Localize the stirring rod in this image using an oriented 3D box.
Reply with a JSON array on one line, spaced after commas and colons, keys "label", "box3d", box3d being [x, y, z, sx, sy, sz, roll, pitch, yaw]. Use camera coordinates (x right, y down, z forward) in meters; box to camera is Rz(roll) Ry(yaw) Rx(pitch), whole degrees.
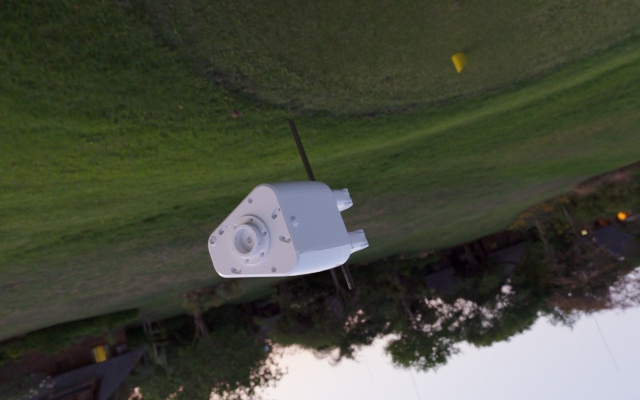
[{"label": "stirring rod", "box3d": [0.000, 0.002, 0.631, 0.011, 0.239, 0.011, -20, -10, -4]}]
